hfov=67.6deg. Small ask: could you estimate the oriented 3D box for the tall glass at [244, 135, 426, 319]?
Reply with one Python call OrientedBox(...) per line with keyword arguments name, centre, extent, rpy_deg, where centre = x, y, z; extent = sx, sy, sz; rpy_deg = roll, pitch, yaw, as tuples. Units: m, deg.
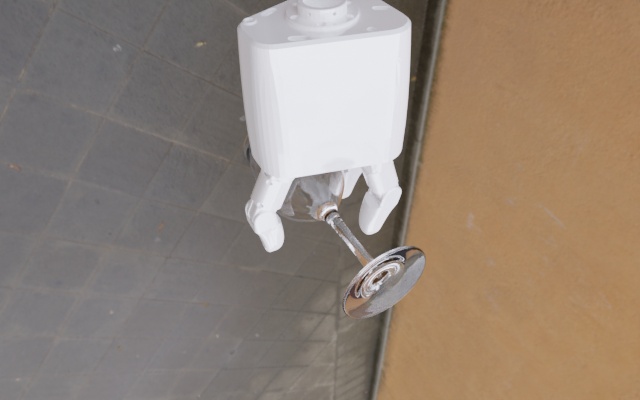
OrientedBox(name="tall glass", centre=(0.000, 0.002, 0.416), extent=(0.079, 0.079, 0.201), rpy_deg=(0, 37, -38))
